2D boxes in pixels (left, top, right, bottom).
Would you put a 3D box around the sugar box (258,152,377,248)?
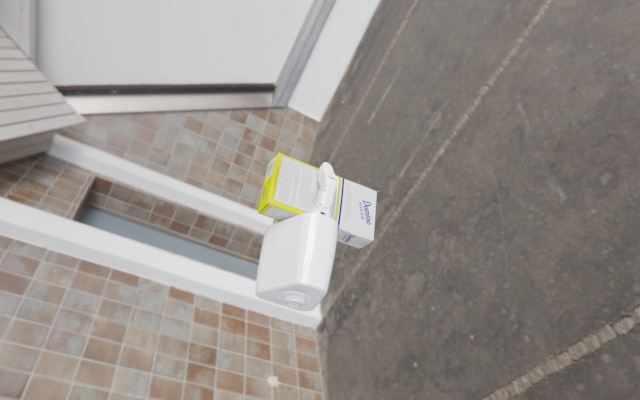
[{"bbox_3d":[0.000,0.003,0.726,0.176,0.093,0.048,23,-34,-22],"label":"sugar box"}]
